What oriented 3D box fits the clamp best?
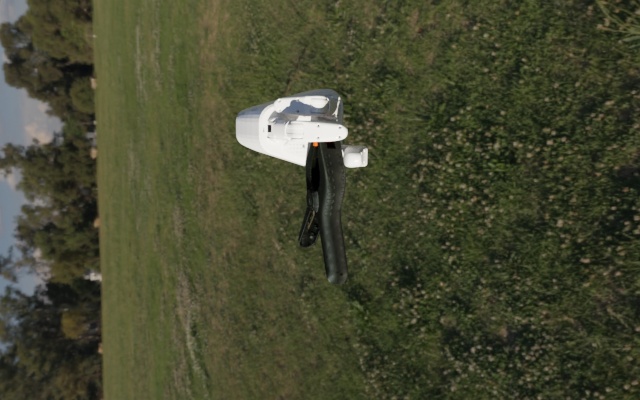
[{"bbox_3d":[0.000,0.002,0.565,0.039,0.171,0.120,-4,10,-27],"label":"clamp"}]
